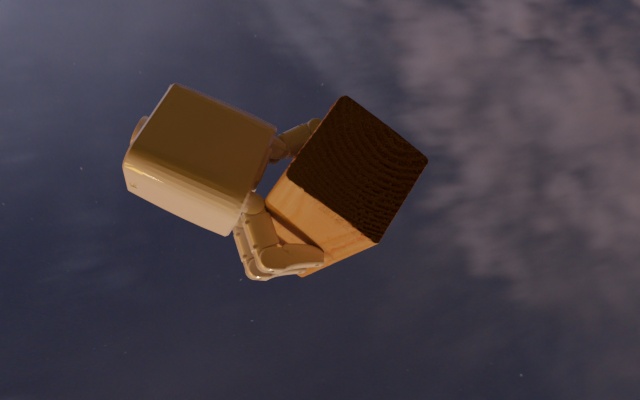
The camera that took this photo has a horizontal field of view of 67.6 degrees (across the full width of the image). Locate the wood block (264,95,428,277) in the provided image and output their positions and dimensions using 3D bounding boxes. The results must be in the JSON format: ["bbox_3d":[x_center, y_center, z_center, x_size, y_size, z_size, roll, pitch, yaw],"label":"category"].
[{"bbox_3d":[0.000,0.001,0.457,0.090,0.090,0.206,37,-23,-5],"label":"wood block"}]
